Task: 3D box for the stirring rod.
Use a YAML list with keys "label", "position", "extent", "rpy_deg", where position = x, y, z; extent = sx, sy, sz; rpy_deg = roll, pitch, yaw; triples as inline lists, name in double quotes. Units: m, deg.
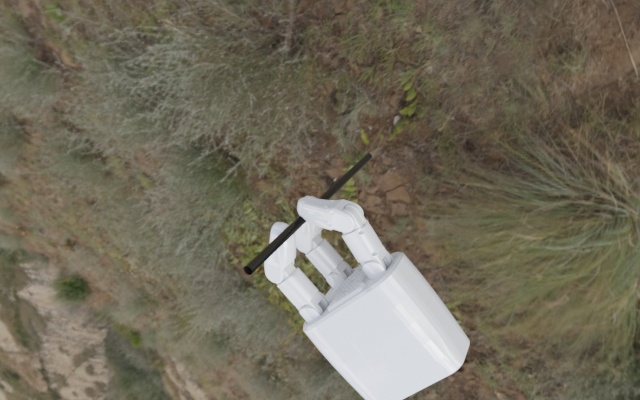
- label: "stirring rod"
  position: [0.000, 0.001, 0.460]
  extent: [0.011, 0.011, 0.239]
  rpy_deg: [0, 26, 31]
